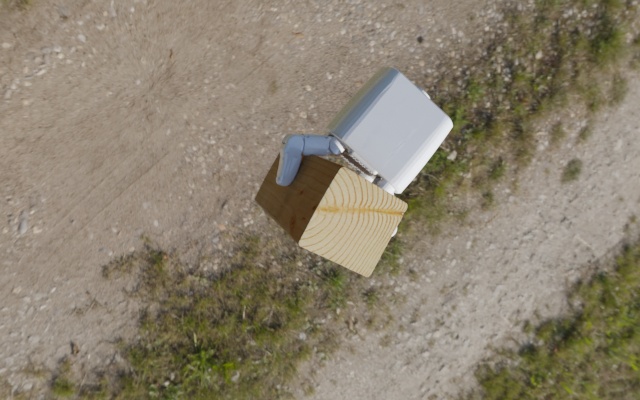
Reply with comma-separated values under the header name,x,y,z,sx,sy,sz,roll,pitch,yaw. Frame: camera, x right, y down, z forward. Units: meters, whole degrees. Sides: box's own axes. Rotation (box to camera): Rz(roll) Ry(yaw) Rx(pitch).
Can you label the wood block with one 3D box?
name,x,y,z,sx,sy,sz,roll,pitch,yaw
wood block,0.000,0.001,0.569,0.091,0.090,0.206,28,1,-23
